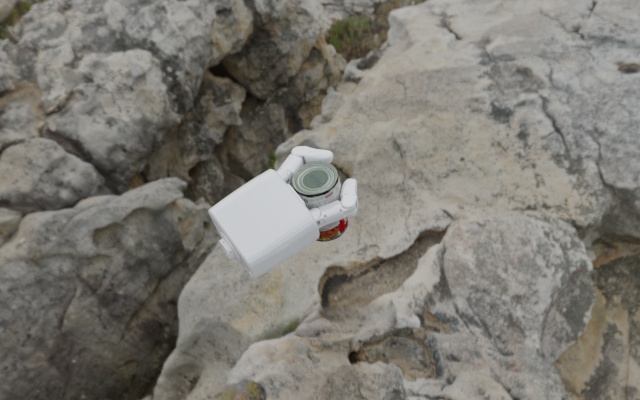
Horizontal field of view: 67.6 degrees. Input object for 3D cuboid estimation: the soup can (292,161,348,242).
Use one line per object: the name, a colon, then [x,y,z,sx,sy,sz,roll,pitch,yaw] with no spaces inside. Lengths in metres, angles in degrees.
soup can: [0.001,0.002,0.690,0.068,0.068,0.102,0,-42,13]
